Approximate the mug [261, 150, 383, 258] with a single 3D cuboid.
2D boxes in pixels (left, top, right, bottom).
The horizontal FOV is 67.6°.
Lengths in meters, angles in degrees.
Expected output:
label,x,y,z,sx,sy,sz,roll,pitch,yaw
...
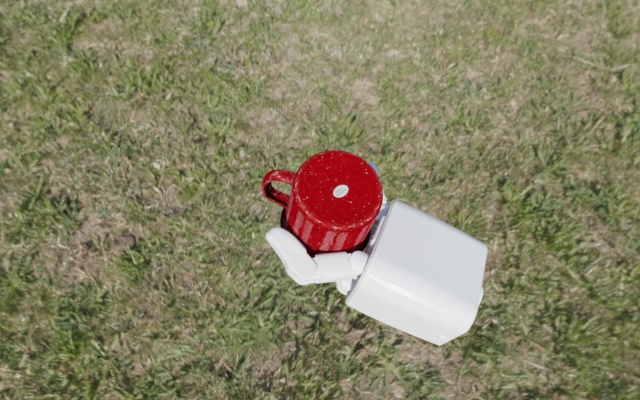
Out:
label,x,y,z,sx,sy,sz,roll,pitch,yaw
mug,-0.001,0.001,0.450,0.117,0.093,0.081,24,-27,3
